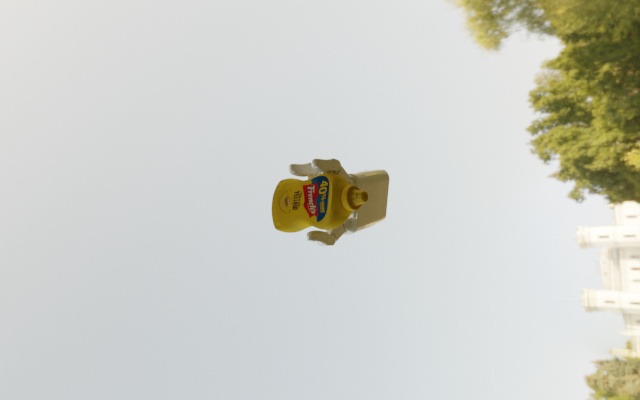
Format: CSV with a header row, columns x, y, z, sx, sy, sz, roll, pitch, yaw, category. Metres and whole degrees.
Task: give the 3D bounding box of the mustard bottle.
x,y,z,sx,sy,sz,roll,pitch,yaw,category
0.000,0.003,0.812,0.191,0.096,0.058,-7,-18,42,mustard bottle
